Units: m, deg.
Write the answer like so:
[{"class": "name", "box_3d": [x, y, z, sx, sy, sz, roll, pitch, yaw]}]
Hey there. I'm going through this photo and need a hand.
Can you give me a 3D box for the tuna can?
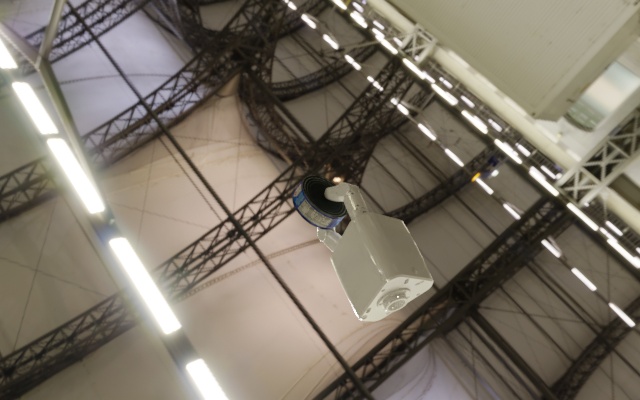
[{"class": "tuna can", "box_3d": [0.000, 0.003, 0.733, 0.086, 0.086, 0.034, 0, -40, -46]}]
